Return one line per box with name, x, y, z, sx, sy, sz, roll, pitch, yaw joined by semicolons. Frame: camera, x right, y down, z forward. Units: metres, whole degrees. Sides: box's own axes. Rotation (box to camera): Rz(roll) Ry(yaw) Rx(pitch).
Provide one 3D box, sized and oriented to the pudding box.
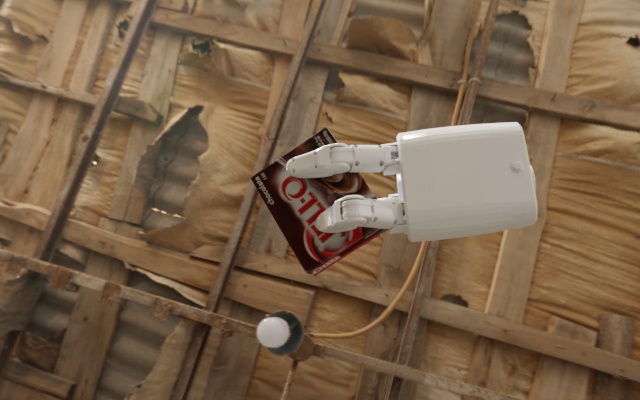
pudding box;0.000;0.002;0.455;0.090;0.113;0.039;-34;-20;2
